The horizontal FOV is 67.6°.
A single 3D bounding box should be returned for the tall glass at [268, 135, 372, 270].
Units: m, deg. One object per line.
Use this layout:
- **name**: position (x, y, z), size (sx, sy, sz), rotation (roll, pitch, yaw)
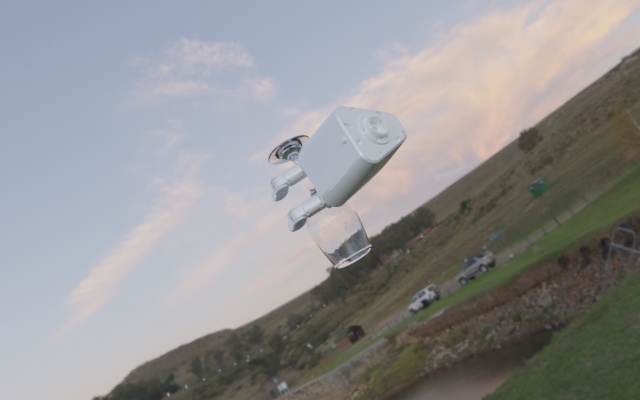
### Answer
- **tall glass**: position (0.000, 0.002, 0.719), size (0.079, 0.201, 0.079), rotation (-28, -16, -9)
